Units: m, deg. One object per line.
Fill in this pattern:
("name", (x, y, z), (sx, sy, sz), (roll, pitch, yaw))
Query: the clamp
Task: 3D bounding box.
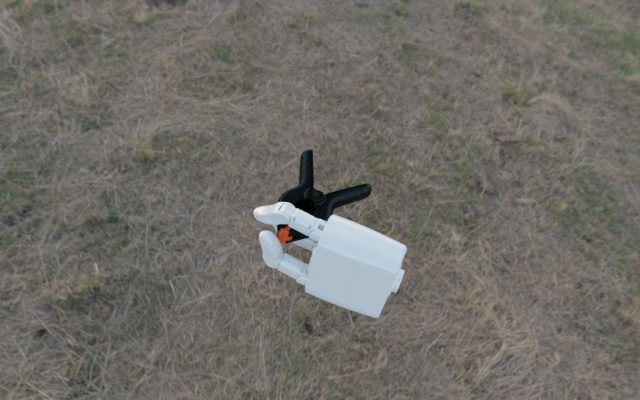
("clamp", (0.000, 0.002, 0.684), (0.120, 0.171, 0.039), (21, -39, 8))
